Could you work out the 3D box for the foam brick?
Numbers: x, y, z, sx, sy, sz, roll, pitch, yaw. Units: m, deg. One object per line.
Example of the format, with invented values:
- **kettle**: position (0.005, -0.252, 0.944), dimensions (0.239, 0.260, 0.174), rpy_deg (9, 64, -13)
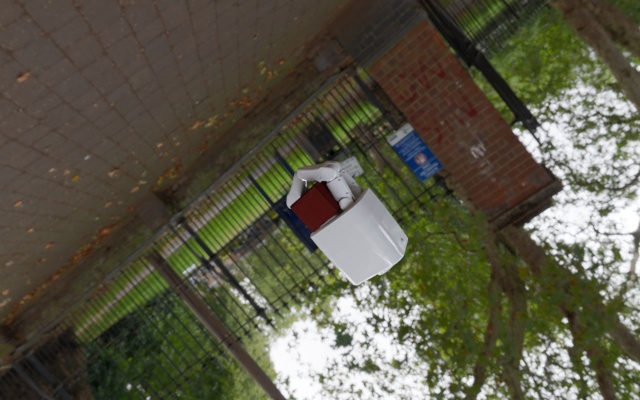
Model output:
- **foam brick**: position (0.000, 0.002, 0.707), dimensions (0.053, 0.051, 0.078), rpy_deg (-40, 2, 23)
